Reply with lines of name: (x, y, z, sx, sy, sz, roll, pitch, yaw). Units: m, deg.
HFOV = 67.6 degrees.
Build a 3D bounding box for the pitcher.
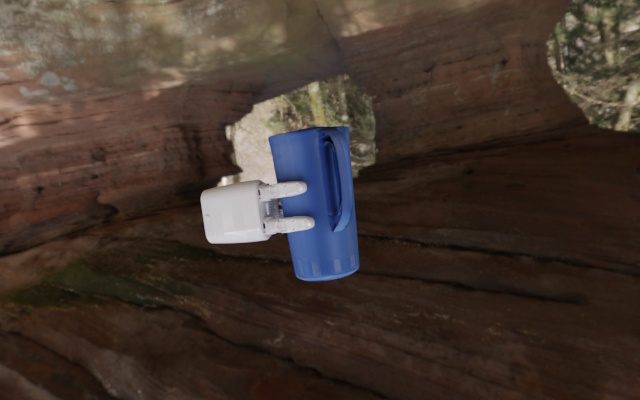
pitcher: (0.000, 0.003, 0.773, 0.145, 0.243, 0.149, -7, 3, 18)
